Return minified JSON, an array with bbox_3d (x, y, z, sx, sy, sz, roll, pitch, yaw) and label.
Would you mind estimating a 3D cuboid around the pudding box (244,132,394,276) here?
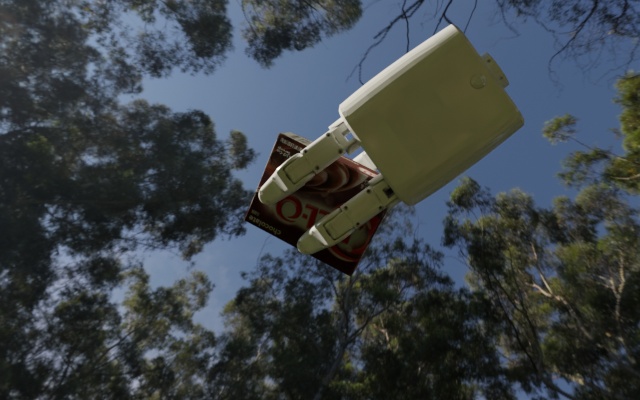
[{"bbox_3d":[0.000,0.001,0.429,0.113,0.090,0.039,27,18,9],"label":"pudding box"}]
